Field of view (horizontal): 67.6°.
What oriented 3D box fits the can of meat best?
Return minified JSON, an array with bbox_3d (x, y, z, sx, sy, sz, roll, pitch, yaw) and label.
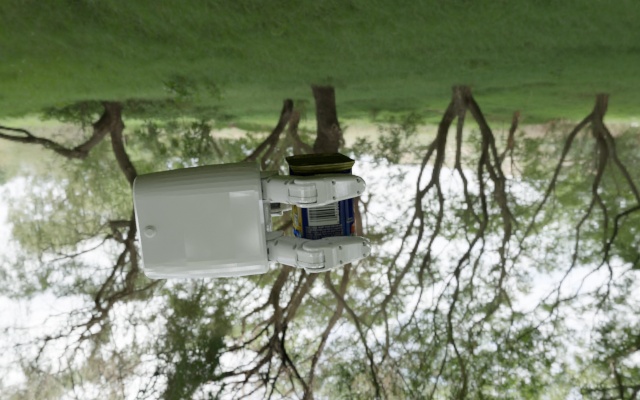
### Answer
[{"bbox_3d":[0.000,0.002,0.452,0.057,0.084,0.102,-5,11,-7],"label":"can of meat"}]
